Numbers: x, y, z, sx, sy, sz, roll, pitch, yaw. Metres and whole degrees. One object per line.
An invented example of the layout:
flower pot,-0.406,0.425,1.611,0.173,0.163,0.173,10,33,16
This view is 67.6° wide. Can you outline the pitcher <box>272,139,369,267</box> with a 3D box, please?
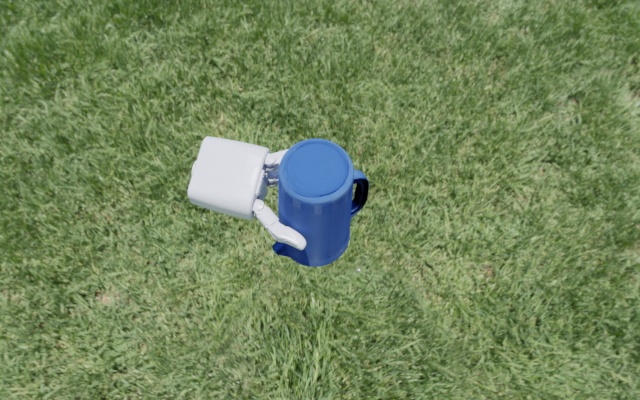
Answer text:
pitcher,0.000,0.003,0.778,0.145,0.149,0.243,15,-26,5
